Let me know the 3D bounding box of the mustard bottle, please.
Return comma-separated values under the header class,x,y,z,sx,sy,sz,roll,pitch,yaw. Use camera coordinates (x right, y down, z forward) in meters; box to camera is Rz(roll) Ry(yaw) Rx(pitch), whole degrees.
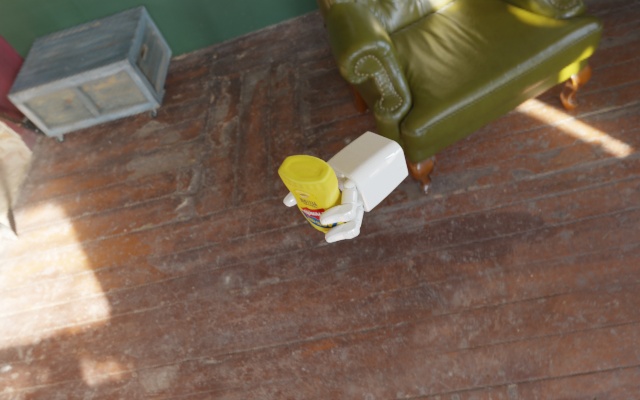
class,x,y,z,sx,sy,sz,roll,pitch,yaw
mustard bottle,0.000,0.003,0.839,0.096,0.058,0.192,14,-29,28
